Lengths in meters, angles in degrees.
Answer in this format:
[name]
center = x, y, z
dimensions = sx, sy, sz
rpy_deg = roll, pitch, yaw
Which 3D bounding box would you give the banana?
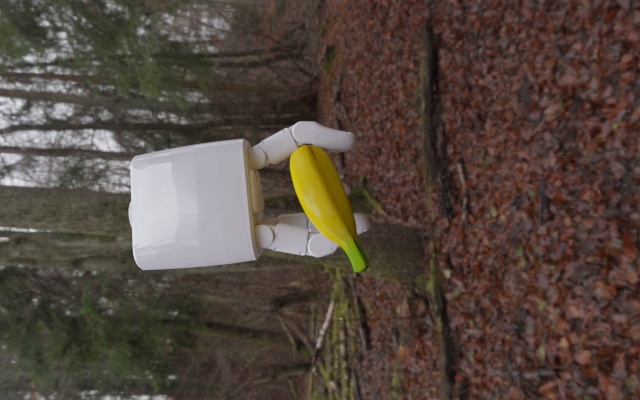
[banana]
center = -0.004, -0.013, 0.415
dimensions = 0.037, 0.070, 0.197
rpy_deg = -16, 26, -2
